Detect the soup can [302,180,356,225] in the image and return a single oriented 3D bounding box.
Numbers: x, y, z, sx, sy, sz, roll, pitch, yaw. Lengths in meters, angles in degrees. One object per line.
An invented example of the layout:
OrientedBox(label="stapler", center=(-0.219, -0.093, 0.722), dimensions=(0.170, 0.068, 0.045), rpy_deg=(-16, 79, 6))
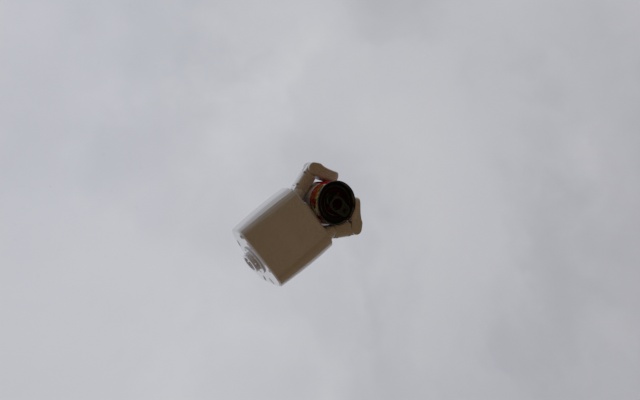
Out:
OrientedBox(label="soup can", center=(0.000, 0.002, 0.763), dimensions=(0.068, 0.068, 0.102), rpy_deg=(0, 1, -30))
